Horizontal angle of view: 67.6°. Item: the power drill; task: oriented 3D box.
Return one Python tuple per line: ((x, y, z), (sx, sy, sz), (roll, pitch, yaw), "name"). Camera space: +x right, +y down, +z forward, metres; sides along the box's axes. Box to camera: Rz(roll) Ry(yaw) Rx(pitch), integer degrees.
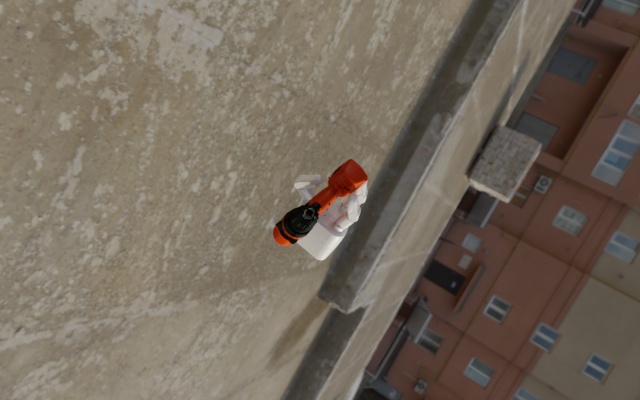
((0.000, 0.003, 0.874), (0.187, 0.057, 0.184), (-40, 2, -24), "power drill")
